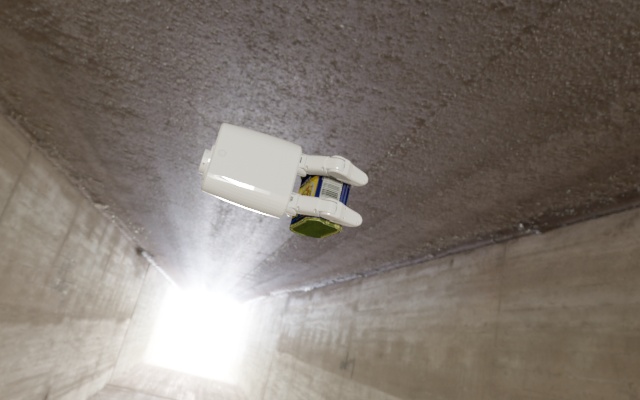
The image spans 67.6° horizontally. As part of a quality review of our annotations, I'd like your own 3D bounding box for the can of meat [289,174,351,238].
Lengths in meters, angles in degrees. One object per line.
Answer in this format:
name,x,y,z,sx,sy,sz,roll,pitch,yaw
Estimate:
can of meat,0.000,0.002,0.657,0.057,0.084,0.102,19,-19,-16
